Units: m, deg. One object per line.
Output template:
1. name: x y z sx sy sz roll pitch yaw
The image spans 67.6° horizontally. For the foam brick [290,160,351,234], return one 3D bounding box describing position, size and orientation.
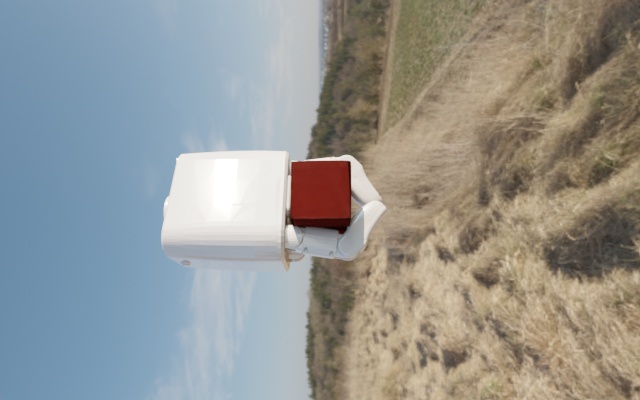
1. foam brick: 0.000 0.001 0.431 0.051 0.053 0.078 1 -17 0
